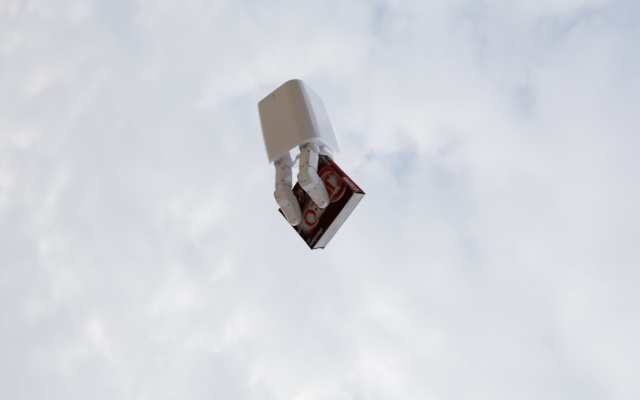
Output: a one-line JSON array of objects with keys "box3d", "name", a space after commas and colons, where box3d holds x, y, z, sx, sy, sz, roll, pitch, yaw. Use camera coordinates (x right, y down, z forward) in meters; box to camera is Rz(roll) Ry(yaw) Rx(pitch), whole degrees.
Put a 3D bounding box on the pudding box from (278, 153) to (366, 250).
[{"box3d": [0.000, 0.002, 0.701, 0.039, 0.113, 0.090, 3, 37, -51], "name": "pudding box"}]
